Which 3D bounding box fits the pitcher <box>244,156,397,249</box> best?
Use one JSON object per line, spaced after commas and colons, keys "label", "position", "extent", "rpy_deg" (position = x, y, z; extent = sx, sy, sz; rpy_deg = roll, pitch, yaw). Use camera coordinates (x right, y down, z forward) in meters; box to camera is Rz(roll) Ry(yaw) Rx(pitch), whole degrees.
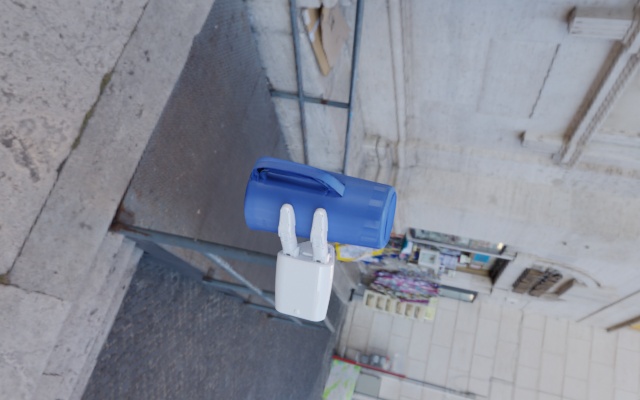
{"label": "pitcher", "position": [0.000, 0.003, 0.809], "extent": [0.243, 0.145, 0.149], "rpy_deg": [11, 14, 15]}
